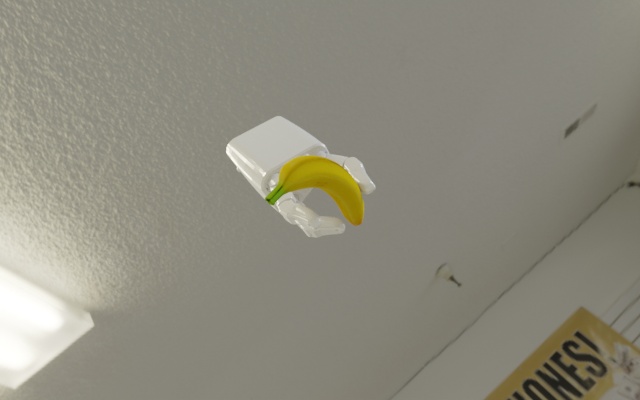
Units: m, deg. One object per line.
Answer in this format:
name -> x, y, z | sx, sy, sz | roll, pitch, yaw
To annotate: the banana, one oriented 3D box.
banana -> 0.007, -0.015, 0.587 | 0.037, 0.069, 0.198 | 37, 12, 36
